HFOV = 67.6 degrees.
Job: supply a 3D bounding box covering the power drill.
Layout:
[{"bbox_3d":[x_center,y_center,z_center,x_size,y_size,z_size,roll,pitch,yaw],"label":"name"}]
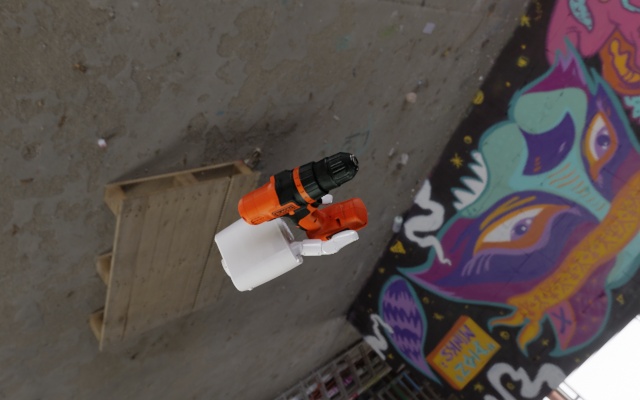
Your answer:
[{"bbox_3d":[0.000,0.003,0.709,0.184,0.057,0.188,-22,-28,21],"label":"power drill"}]
